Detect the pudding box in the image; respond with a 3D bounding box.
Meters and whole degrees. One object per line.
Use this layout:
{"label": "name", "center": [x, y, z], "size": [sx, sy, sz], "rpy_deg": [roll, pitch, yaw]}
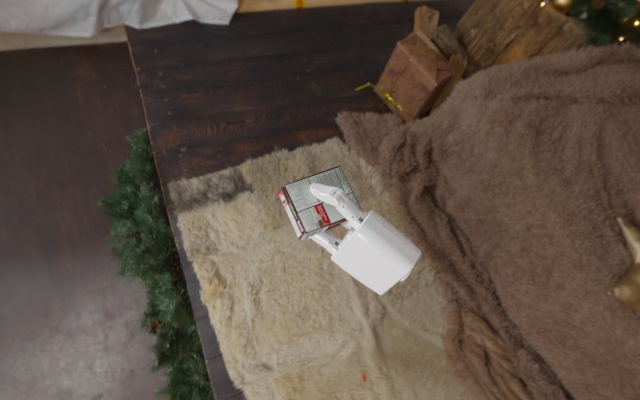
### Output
{"label": "pudding box", "center": [0.000, 0.003, 0.781], "size": [0.113, 0.090, 0.039], "rpy_deg": [-20, -13, -25]}
